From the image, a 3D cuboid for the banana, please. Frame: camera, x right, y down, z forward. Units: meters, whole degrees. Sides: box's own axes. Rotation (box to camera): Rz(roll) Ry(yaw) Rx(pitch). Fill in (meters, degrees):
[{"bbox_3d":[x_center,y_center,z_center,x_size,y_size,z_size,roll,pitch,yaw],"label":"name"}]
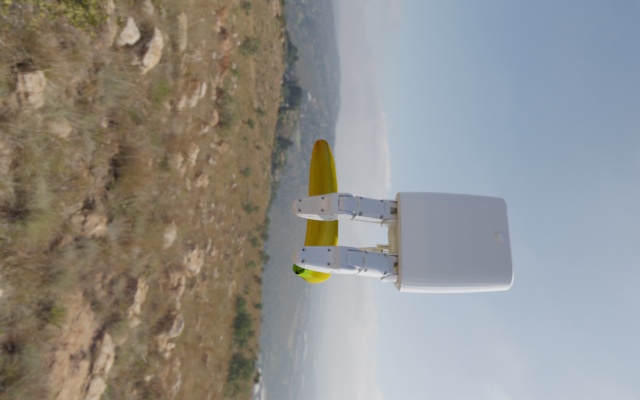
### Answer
[{"bbox_3d":[0.001,0.017,0.520,0.037,0.070,0.197,0,45,5],"label":"banana"}]
